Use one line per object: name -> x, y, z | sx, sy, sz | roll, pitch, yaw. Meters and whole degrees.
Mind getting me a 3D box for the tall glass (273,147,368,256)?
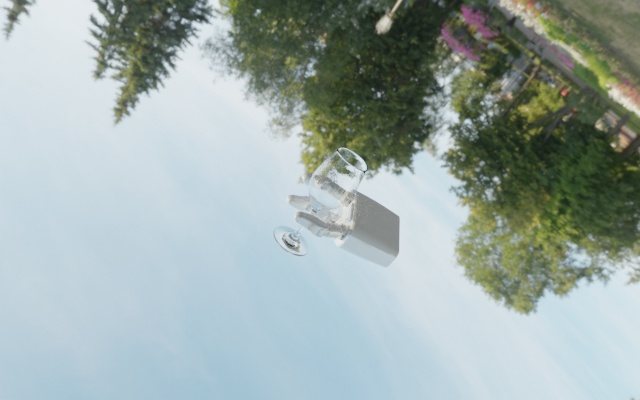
tall glass -> 0.000, 0.003, 0.828 | 0.079, 0.201, 0.079 | 28, 27, -16
